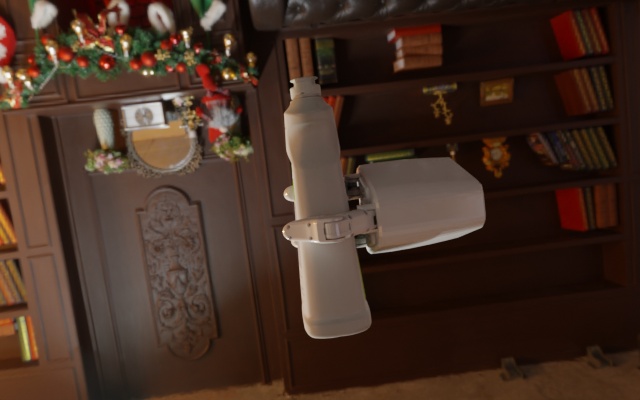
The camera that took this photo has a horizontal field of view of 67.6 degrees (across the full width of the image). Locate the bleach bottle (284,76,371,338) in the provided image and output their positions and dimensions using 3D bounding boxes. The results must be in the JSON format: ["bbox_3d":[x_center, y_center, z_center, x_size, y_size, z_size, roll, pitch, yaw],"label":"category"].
[{"bbox_3d":[0.000,0.002,0.487,0.068,0.251,0.102,-8,6,-4],"label":"bleach bottle"}]
